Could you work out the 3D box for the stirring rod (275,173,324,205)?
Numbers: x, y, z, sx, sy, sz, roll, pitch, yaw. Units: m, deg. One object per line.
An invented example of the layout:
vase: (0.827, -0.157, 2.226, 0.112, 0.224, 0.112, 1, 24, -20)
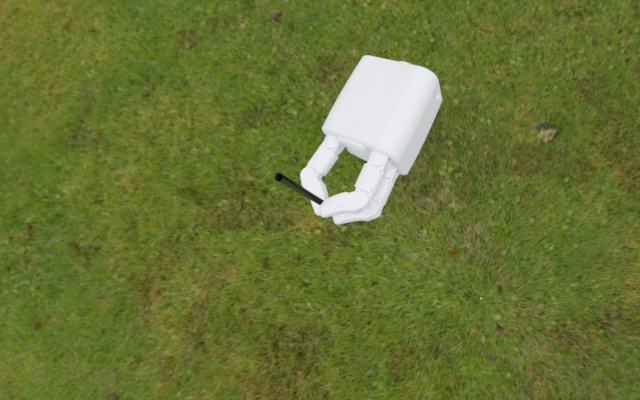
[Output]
stirring rod: (0.000, 0.002, 0.543, 0.011, 0.011, 0.239, 0, -11, 19)
